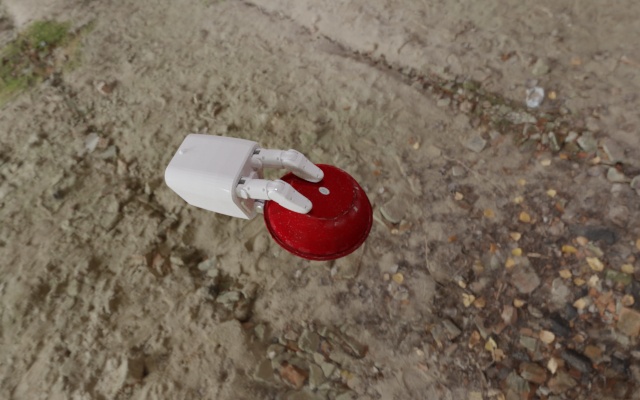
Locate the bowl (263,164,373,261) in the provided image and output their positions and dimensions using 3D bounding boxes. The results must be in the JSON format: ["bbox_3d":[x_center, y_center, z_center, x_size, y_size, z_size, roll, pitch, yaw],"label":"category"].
[{"bbox_3d":[0.001,0.002,0.677,0.162,0.162,0.055,0,-33,-8],"label":"bowl"}]
